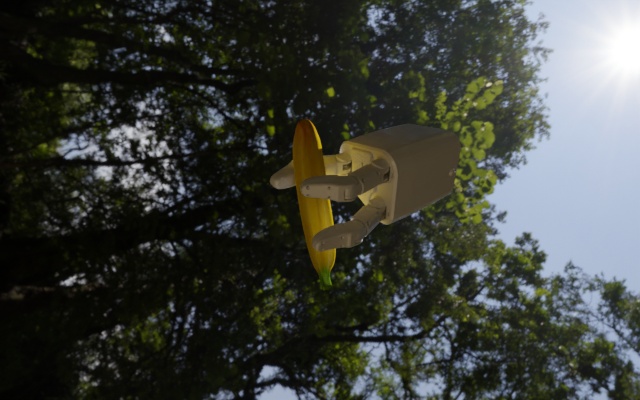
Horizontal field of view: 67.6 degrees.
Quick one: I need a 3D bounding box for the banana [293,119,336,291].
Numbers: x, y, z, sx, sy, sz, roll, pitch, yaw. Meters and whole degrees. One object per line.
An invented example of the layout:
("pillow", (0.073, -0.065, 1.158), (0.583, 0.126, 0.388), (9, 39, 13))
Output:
("banana", (-0.005, 0.002, 0.559), (0.037, 0.198, 0.069), (-13, 14, -13))
